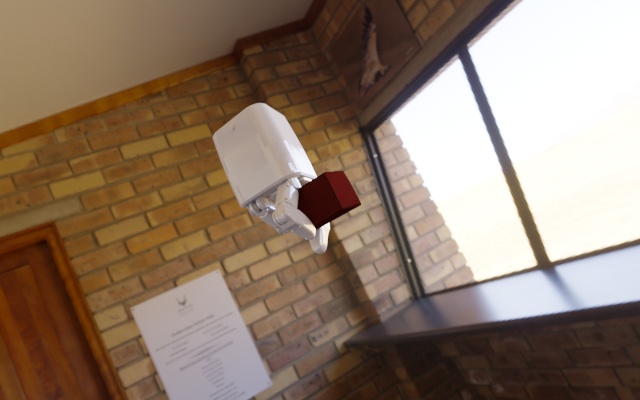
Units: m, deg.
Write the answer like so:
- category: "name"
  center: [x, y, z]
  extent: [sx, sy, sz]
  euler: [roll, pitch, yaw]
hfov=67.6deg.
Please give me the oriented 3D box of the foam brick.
- category: "foam brick"
  center: [0.000, 0.002, 0.605]
  extent: [0.078, 0.051, 0.053]
  euler: [-30, -11, 29]
